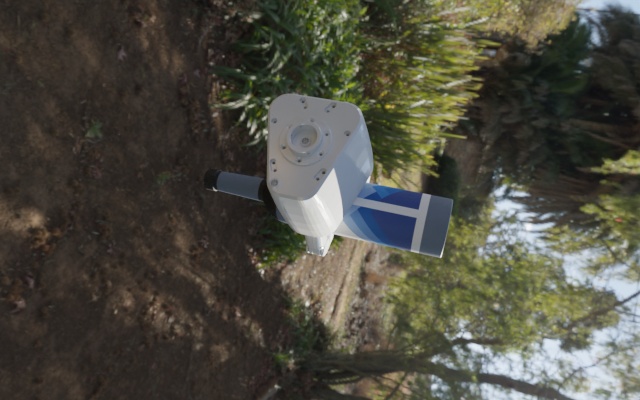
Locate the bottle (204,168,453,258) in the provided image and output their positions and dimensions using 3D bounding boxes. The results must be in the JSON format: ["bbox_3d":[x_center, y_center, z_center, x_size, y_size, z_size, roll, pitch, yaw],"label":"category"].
[{"bbox_3d":[0.000,0.002,0.563,0.295,0.069,0.069,12,3,14],"label":"bottle"}]
